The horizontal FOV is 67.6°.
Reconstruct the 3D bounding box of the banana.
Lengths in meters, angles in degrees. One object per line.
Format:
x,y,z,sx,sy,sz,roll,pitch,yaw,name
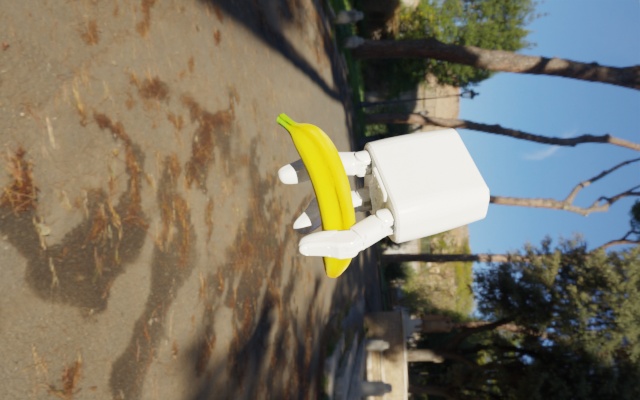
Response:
0.008,0.002,0.504,0.037,0.198,0.069,-23,21,-22,banana
